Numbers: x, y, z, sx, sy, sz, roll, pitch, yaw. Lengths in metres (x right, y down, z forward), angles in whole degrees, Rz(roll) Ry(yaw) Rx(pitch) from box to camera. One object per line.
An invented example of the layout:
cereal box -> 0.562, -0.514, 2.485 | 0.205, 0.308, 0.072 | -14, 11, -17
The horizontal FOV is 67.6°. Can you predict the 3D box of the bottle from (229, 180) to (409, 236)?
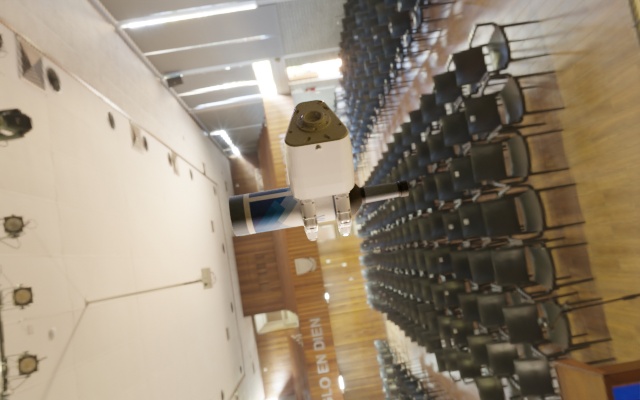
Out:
bottle -> 0.000, 0.003, 0.796 | 0.296, 0.069, 0.069 | -9, 0, -2
